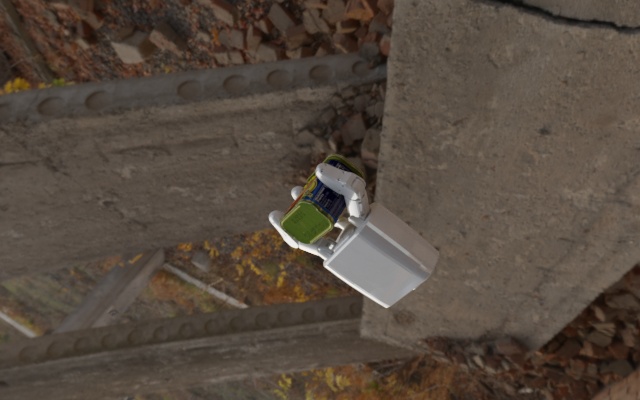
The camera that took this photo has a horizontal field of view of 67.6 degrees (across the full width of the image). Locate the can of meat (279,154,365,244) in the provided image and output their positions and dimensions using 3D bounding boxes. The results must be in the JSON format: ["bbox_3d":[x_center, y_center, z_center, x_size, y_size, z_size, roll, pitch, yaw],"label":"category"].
[{"bbox_3d":[0.000,0.002,0.611,0.057,0.084,0.102,38,-33,-6],"label":"can of meat"}]
